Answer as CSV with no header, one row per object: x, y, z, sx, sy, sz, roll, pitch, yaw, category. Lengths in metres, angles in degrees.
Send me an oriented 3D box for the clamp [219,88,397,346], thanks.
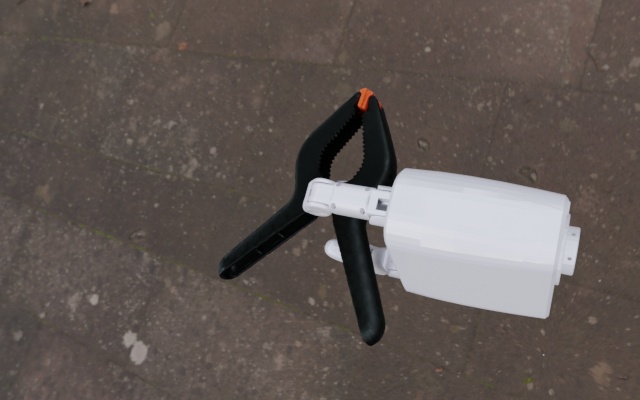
0.000,0.001,0.419,0.164,0.210,0.036,10,-12,26,clamp
